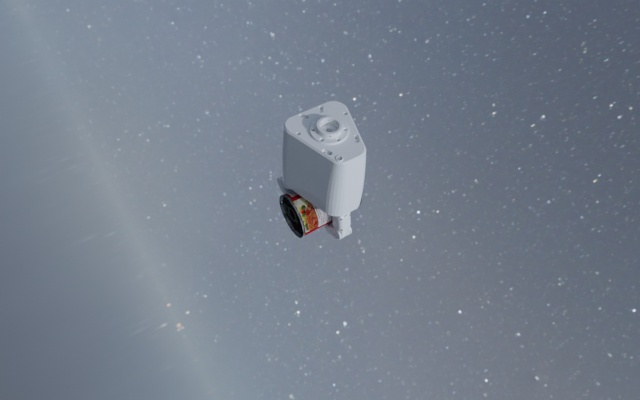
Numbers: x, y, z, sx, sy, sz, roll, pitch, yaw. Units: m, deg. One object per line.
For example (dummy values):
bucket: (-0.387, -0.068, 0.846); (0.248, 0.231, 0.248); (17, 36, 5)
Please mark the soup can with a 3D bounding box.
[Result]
soup can: (0.000, 0.003, 0.701); (0.102, 0.068, 0.068); (-26, 10, -21)
